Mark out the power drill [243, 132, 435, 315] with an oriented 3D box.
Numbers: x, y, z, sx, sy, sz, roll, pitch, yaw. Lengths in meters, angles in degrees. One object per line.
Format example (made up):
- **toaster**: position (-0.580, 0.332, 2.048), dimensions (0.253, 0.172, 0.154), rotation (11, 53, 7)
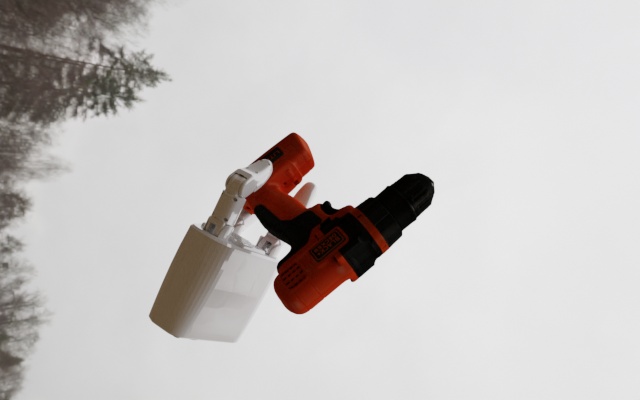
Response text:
- **power drill**: position (0.000, 0.002, 0.500), dimensions (0.187, 0.184, 0.057), rotation (46, -9, 44)
